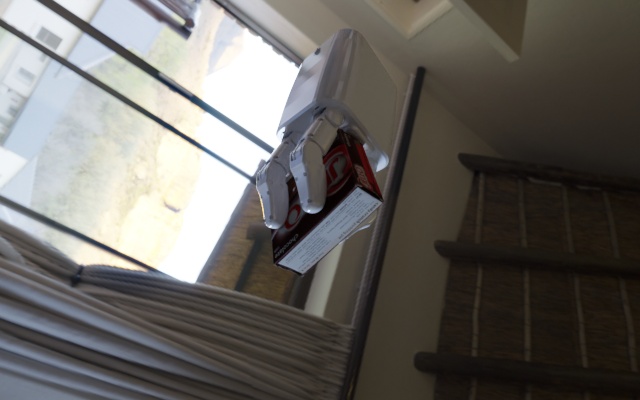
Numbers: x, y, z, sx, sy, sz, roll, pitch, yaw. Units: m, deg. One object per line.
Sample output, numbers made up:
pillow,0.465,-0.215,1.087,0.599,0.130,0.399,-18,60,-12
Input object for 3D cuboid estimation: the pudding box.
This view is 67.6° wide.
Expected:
pudding box,0.000,0.001,0.441,0.039,0.113,0.090,29,28,-28
